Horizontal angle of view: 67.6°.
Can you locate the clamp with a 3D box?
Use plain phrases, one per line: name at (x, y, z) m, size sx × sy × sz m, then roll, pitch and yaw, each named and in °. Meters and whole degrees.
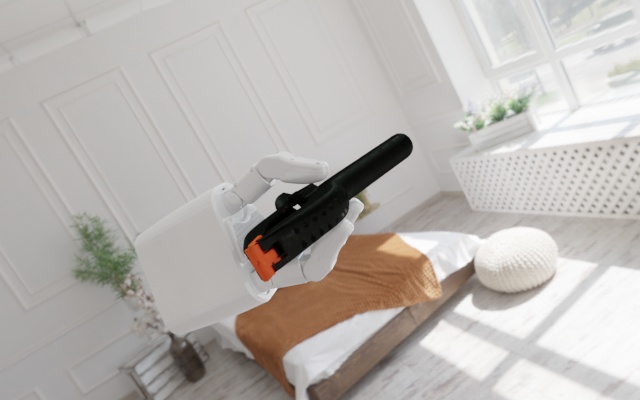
clamp at (-0.001, 0.001, 0.413) m, size 0.164 × 0.036 × 0.210 m, roll -28°, pitch 9°, yaw 21°
